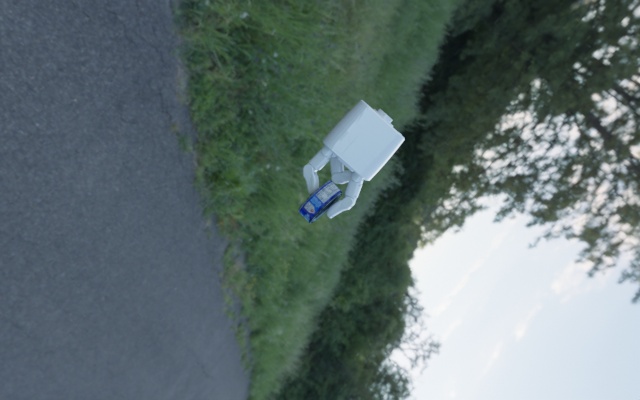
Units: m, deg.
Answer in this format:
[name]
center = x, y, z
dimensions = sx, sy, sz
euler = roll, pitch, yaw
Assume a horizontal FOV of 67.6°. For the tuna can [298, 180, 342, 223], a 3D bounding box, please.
[tuna can]
center = 0.000, 0.003, 0.892
dimensions = 0.086, 0.034, 0.086
euler = -43, -7, -6
